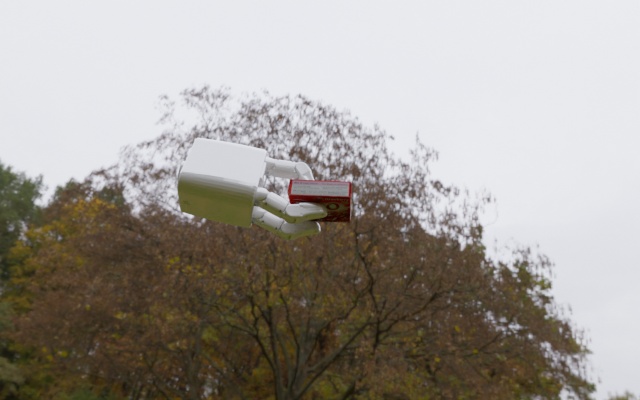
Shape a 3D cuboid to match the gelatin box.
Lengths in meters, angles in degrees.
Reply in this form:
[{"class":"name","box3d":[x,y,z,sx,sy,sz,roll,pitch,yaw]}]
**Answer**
[{"class":"gelatin box","box3d":[0.000,0.002,0.691,0.089,0.030,0.073,2,-31,4]}]
